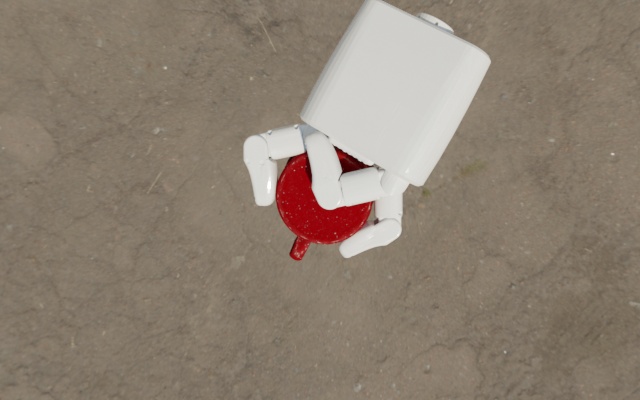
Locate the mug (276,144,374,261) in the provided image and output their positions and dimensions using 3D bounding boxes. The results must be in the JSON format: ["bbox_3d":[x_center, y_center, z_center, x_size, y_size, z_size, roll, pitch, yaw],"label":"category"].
[{"bbox_3d":[-0.001,0.003,0.431,0.093,0.117,0.081,28,11,-1],"label":"mug"}]
